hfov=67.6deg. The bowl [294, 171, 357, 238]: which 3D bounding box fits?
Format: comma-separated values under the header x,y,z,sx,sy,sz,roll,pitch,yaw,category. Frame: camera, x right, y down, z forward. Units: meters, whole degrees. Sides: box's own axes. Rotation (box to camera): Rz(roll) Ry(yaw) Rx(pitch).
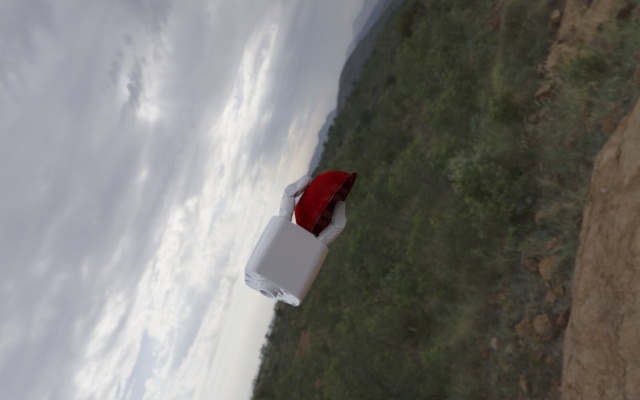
x,y,z,sx,sy,sz,roll,pitch,yaw,category
0.000,0.002,0.873,0.055,0.162,0.162,34,6,10,bowl
